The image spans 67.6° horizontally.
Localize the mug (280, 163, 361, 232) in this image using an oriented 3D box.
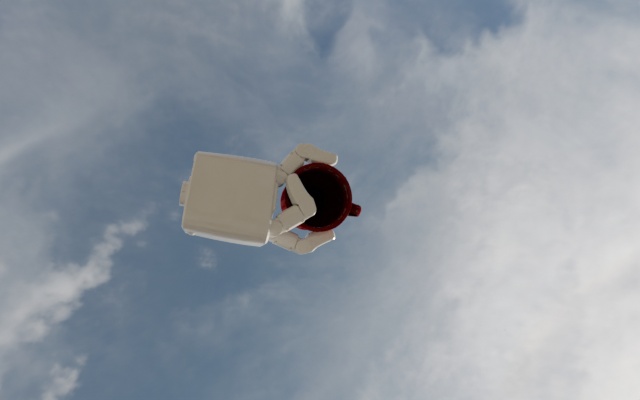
[{"bbox_3d":[0.001,0.002,0.674,0.117,0.093,0.081,12,-9,-12],"label":"mug"}]
